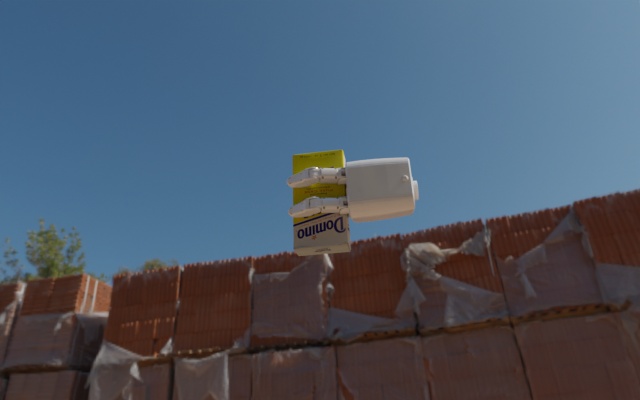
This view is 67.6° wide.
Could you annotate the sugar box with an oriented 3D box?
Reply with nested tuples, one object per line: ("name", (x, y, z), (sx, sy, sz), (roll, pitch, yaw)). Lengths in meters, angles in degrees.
("sugar box", (0.000, 0.002, 0.818), (0.093, 0.176, 0.048), (-6, -26, 8))
